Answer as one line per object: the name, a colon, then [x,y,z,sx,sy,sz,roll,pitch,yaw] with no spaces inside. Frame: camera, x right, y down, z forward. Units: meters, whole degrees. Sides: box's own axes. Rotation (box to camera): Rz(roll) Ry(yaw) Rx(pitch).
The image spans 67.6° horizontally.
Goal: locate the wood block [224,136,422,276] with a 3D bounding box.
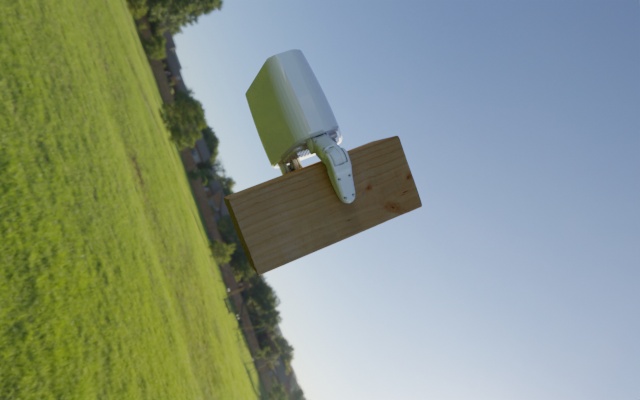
wood block: [0.000,0.001,0.568,0.206,0.090,0.091,-22,8,-13]
